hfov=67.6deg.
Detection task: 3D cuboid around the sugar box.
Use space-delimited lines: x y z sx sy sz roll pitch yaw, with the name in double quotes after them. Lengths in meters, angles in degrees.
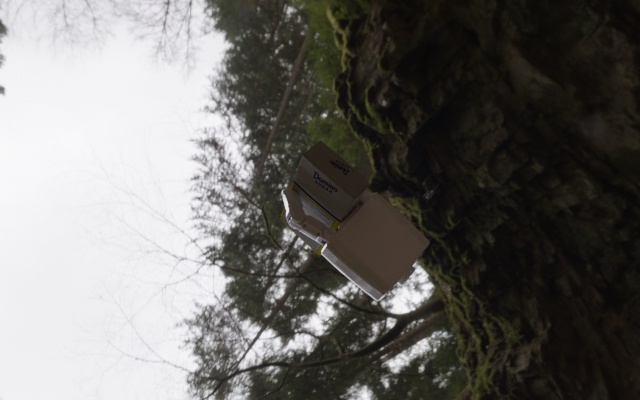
0.001 0.002 0.696 0.048 0.093 0.176 -42 -12 -35 "sugar box"
